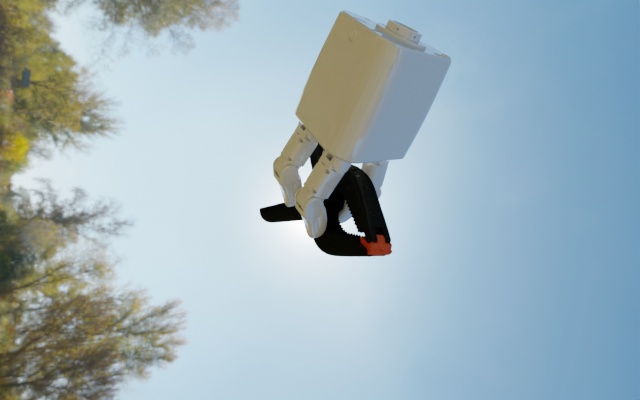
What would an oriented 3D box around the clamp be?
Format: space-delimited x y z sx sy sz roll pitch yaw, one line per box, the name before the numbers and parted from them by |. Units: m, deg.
clamp | 0.001 0.002 0.510 0.036 0.165 0.210 5 33 -36
